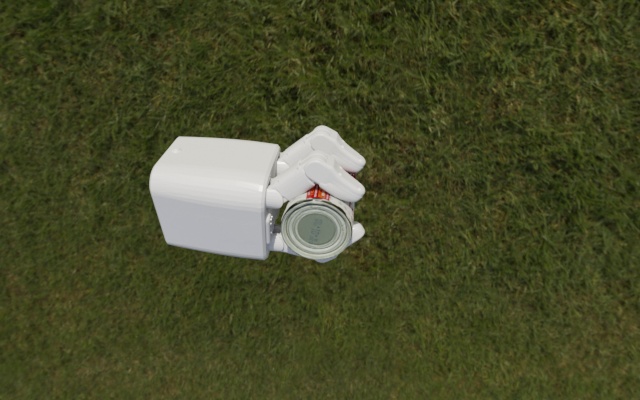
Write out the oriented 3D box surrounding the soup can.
[{"bbox_3d":[0.001,0.002,0.473,0.068,0.068,0.102,0,32,6],"label":"soup can"}]
